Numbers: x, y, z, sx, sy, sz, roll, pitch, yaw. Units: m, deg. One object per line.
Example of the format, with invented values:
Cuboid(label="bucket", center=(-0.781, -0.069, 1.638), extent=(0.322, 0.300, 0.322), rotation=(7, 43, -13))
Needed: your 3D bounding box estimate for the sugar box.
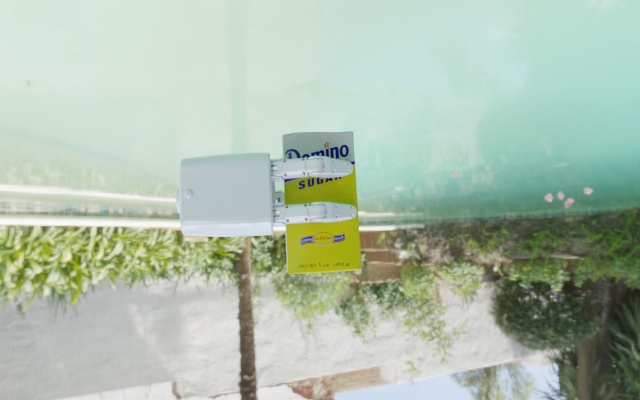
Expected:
Cuboid(label="sugar box", center=(0.000, 0.002, 0.606), extent=(0.093, 0.176, 0.048), rotation=(-3, -6, -5))
